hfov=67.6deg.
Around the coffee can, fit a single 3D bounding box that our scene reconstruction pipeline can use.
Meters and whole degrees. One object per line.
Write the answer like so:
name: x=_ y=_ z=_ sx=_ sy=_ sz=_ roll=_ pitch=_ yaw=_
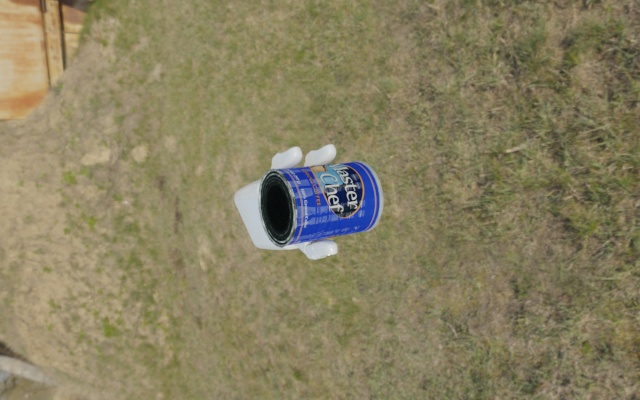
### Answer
coffee can: x=0.000 y=0.002 z=0.653 sx=0.140 sy=0.103 sz=0.103 roll=-8 pitch=4 yaw=-32
